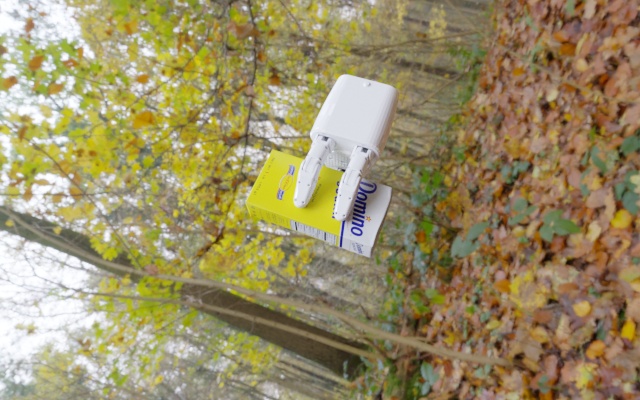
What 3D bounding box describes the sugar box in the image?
[{"bbox_3d":[0.000,0.002,0.637,0.176,0.093,0.048,17,-26,12],"label":"sugar box"}]
